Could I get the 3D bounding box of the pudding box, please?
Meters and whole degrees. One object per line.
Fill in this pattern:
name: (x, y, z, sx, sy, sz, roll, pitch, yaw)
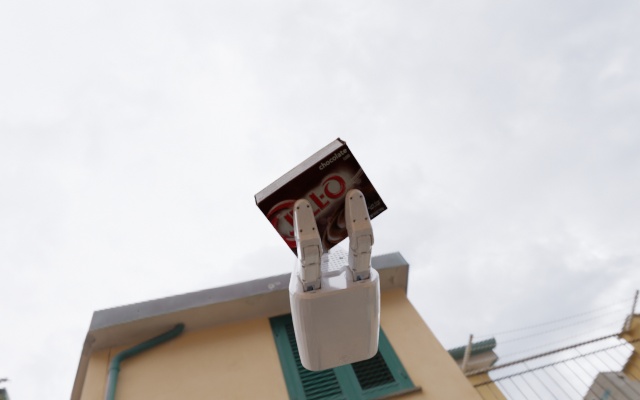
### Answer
pudding box: (0.000, 0.002, 0.506, 0.113, 0.090, 0.039, -36, 24, -1)
